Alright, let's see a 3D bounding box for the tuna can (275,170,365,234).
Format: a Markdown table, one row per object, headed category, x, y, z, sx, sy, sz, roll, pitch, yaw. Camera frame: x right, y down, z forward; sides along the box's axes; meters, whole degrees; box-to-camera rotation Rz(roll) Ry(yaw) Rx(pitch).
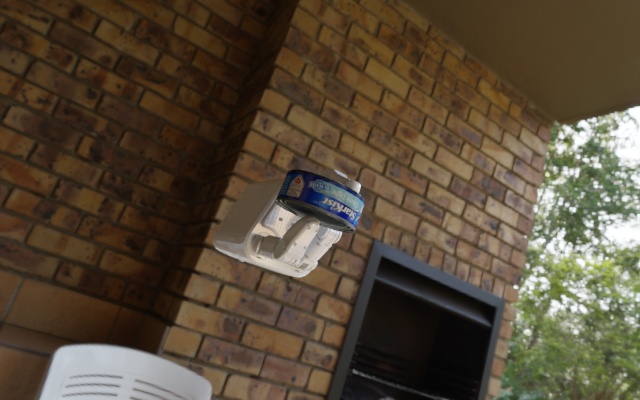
| category | x | y | z | sx | sy | sz | roll | pitch | yaw |
| --- | --- | --- | --- | --- | --- | --- | --- | --- | --- |
| tuna can | 0.000 | 0.001 | 0.477 | 0.086 | 0.033 | 0.086 | 21 | -11 | 4 |
